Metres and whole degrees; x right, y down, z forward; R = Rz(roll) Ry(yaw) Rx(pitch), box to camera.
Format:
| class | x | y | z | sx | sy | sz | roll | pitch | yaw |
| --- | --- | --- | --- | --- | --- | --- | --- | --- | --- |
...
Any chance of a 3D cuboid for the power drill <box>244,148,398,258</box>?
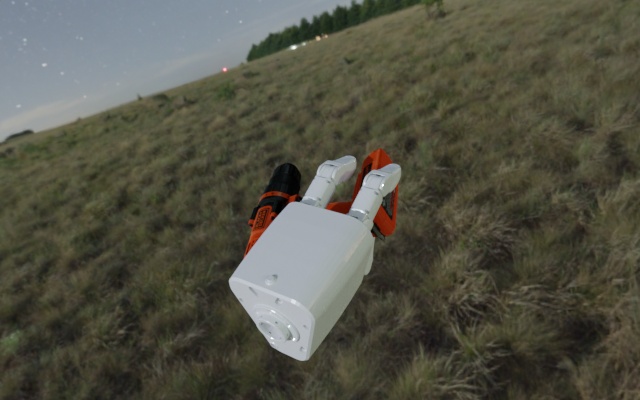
| class | x | y | z | sx | sy | sz | roll | pitch | yaw |
| --- | --- | --- | --- | --- | --- | --- | --- | --- | --- |
| power drill | 0.000 | 0.002 | 0.583 | 0.188 | 0.184 | 0.057 | -19 | -49 | 29 |
